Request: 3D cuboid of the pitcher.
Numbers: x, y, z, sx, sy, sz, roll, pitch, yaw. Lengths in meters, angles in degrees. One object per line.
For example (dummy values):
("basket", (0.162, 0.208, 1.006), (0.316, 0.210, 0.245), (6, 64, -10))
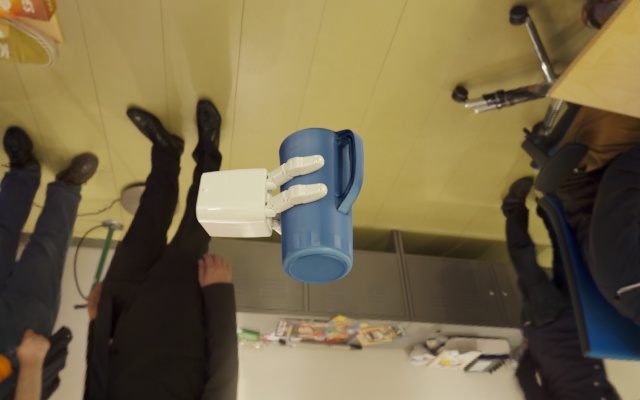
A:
("pitcher", (0.000, 0.003, 0.782), (0.145, 0.242, 0.149), (-2, -37, 1))
